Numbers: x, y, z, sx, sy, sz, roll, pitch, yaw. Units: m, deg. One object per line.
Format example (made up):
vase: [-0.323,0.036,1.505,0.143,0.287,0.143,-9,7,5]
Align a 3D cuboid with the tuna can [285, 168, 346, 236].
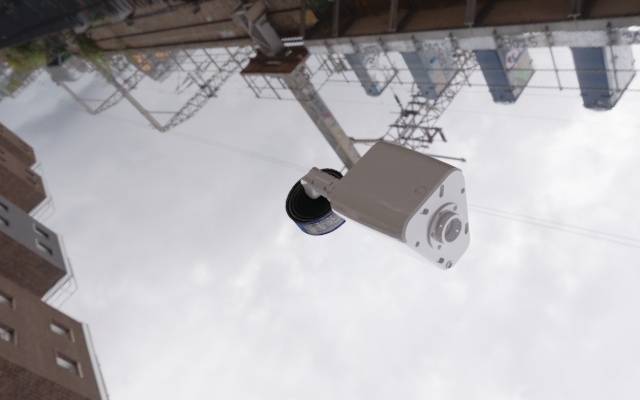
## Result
tuna can: [0.000,0.002,0.607,0.086,0.086,0.034,0,-36,34]
